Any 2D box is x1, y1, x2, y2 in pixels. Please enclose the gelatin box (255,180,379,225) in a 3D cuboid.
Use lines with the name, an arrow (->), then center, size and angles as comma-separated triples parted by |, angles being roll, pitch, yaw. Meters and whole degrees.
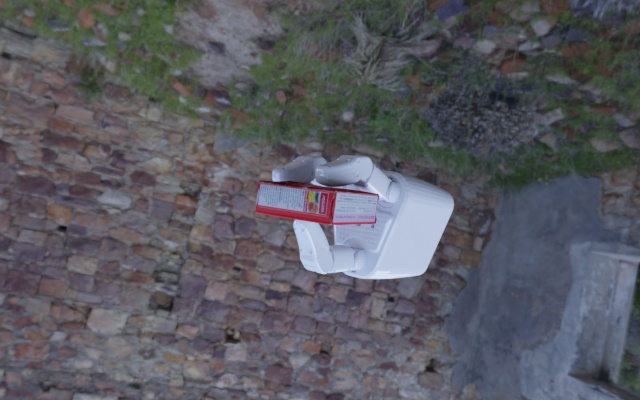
gelatin box -> 0.000, 0.002, 0.409 | 0.073, 0.030, 0.089 | 8, 3, 30
